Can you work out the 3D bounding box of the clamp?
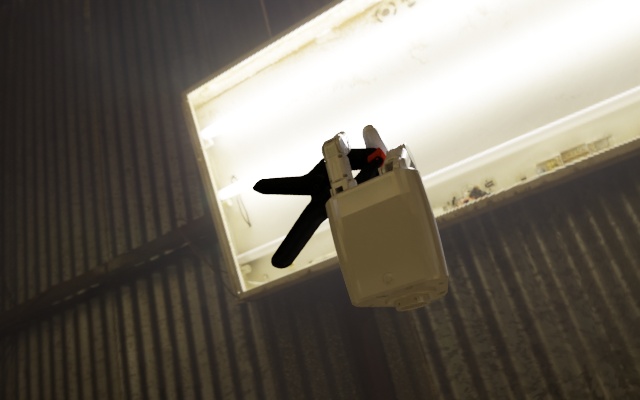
[{"bbox_3d":[0.000,0.002,0.533,0.171,0.120,0.039,-23,-26,23],"label":"clamp"}]
